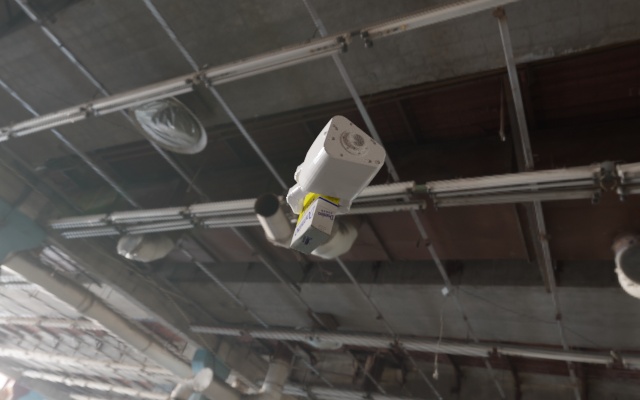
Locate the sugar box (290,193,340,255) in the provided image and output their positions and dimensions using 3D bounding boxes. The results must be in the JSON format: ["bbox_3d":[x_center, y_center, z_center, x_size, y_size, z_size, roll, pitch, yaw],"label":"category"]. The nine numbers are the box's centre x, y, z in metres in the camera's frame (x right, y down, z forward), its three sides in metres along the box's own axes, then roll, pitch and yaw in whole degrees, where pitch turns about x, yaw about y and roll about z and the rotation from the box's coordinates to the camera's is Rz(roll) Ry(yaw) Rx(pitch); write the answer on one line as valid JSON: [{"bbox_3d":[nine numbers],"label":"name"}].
[{"bbox_3d":[0.000,0.002,0.876,0.048,0.176,0.093,28,-37,-12],"label":"sugar box"}]
